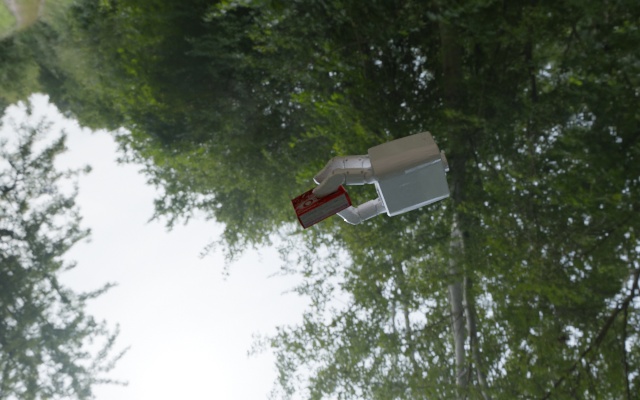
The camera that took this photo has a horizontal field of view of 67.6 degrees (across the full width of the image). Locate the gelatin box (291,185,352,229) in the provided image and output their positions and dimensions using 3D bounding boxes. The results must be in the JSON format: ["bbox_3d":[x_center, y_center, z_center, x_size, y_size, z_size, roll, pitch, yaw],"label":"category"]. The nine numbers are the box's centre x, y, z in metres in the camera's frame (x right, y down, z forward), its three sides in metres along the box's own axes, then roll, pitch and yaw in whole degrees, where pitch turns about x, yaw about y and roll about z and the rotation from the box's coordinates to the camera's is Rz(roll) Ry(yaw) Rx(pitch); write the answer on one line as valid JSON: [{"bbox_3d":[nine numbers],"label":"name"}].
[{"bbox_3d":[0.000,0.003,0.785,0.089,0.030,0.073,-27,25,0],"label":"gelatin box"}]
